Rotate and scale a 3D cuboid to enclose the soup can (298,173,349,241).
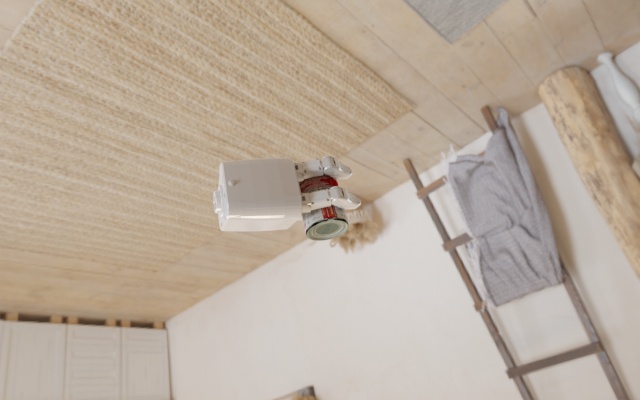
[{"bbox_3d":[0.001,0.003,0.737,0.068,0.102,0.068,-11,-29,-6],"label":"soup can"}]
